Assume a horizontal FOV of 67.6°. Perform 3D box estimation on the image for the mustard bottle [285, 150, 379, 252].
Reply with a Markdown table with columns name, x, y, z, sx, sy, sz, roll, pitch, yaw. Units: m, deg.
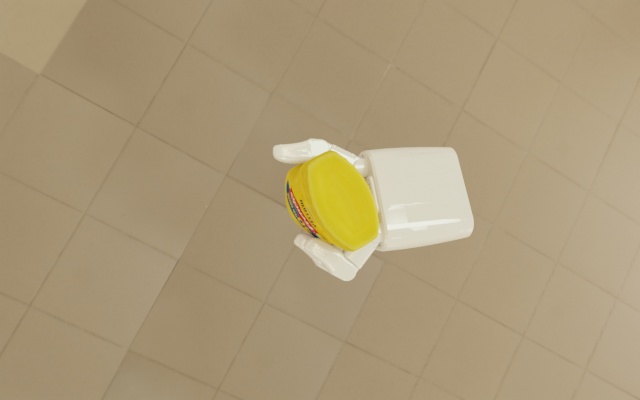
| name | x | y | z | sx | sy | sz | roll | pitch | yaw |
| --- | --- | --- | --- | --- | --- | --- | --- | --- | --- |
| mustard bottle | 0.000 | 0.002 | 0.529 | 0.058 | 0.096 | 0.191 | -31 | 6 | -12 |
